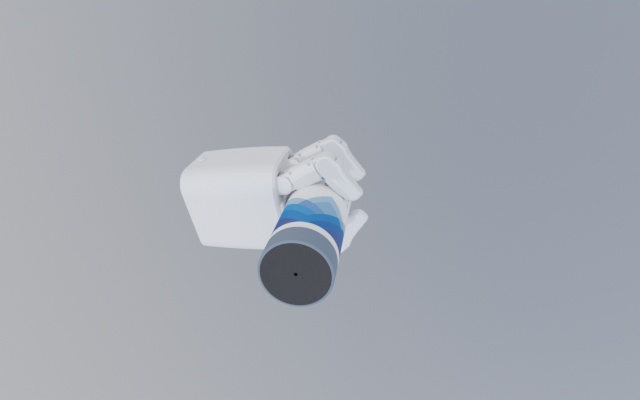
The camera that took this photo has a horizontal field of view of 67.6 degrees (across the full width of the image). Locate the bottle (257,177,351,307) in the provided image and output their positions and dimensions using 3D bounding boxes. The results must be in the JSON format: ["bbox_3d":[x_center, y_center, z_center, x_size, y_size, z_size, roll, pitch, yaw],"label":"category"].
[{"bbox_3d":[0.000,0.002,0.531,0.069,0.069,0.295,0,24,9],"label":"bottle"}]
